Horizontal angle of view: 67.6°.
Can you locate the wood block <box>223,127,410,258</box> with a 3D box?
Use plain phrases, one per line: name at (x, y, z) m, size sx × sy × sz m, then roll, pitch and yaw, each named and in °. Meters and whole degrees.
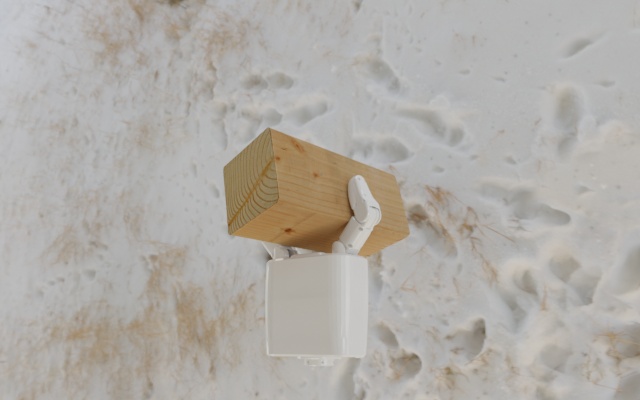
wood block at (0.000, 0.002, 0.565) m, size 0.206 × 0.090 × 0.091 m, roll 16°, pitch -37°, yaw -41°
